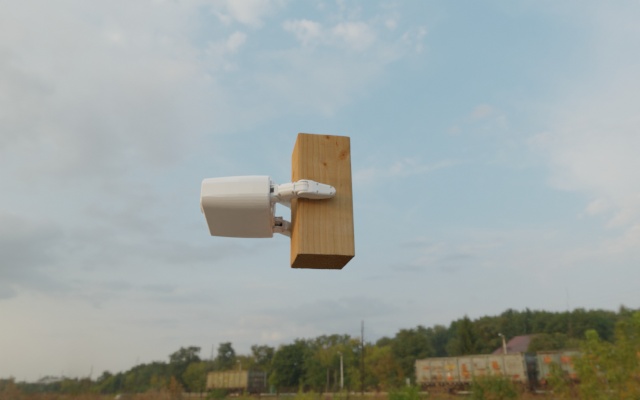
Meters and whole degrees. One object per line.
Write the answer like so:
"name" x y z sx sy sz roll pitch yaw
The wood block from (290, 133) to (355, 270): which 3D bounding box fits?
"wood block" 0.000 0.002 0.788 0.090 0.206 0.091 3 -22 -10
